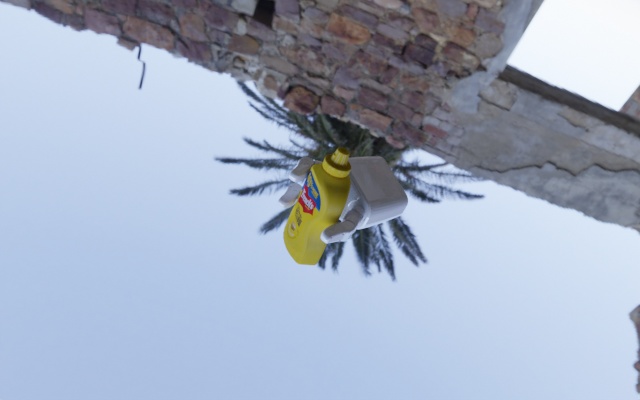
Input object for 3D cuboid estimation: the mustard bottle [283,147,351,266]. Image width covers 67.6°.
[{"bbox_3d":[0.000,0.003,0.723,0.058,0.192,0.096,9,37,-23],"label":"mustard bottle"}]
